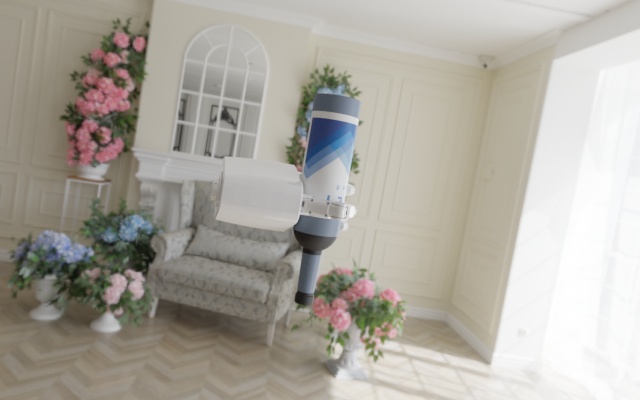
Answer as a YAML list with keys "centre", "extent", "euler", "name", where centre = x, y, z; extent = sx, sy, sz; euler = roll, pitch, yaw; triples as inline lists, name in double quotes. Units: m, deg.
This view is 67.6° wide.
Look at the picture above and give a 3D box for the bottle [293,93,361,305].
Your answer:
- centre: [0.000, 0.002, 0.677]
  extent: [0.069, 0.296, 0.069]
  euler: [10, 4, -1]
  name: "bottle"
